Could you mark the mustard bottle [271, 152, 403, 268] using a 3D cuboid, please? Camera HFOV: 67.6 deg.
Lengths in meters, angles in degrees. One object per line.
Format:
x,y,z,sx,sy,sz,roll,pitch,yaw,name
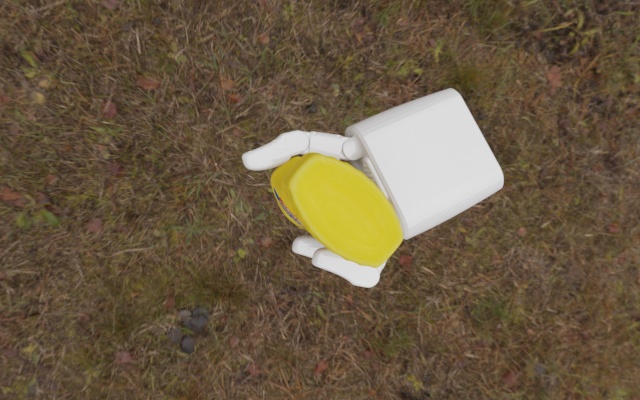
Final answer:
0.000,0.002,0.426,0.096,0.058,0.191,41,-5,-12,mustard bottle
